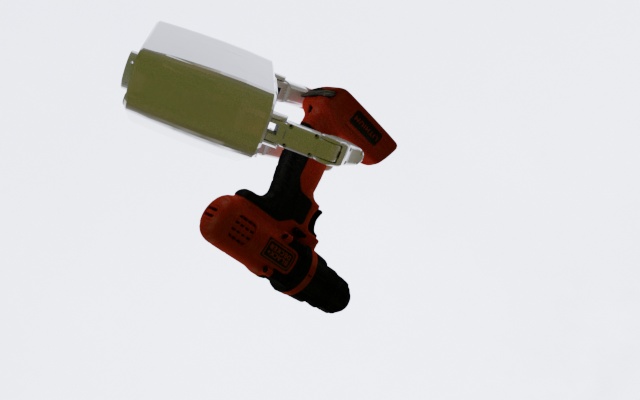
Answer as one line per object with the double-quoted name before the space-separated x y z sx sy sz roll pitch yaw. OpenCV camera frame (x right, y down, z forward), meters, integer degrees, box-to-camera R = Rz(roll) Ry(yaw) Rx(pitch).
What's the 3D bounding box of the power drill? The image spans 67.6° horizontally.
"power drill" 0.000 0.001 0.462 0.057 0.187 0.184 12 -22 50
